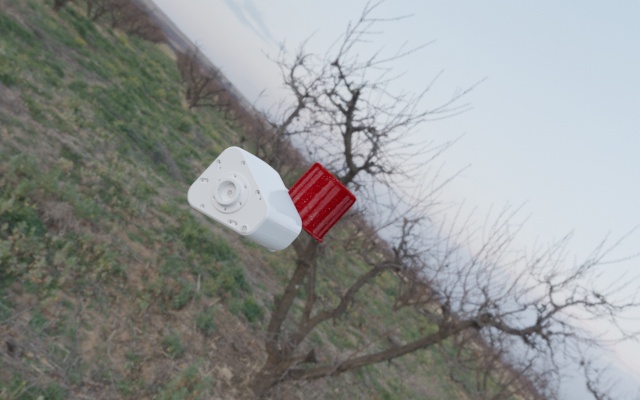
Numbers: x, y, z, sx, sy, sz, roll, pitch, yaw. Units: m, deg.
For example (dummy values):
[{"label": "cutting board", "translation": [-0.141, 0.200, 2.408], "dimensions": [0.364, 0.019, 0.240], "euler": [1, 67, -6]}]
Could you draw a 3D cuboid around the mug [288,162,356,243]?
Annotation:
[{"label": "mug", "translation": [0.001, 0.002, 0.700], "dimensions": [0.093, 0.081, 0.117], "euler": [44, 3, 19]}]
